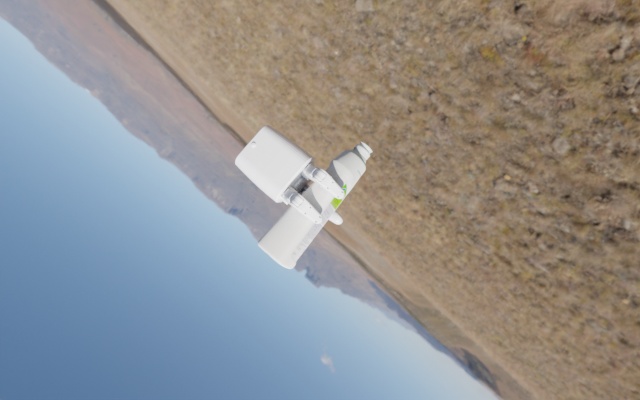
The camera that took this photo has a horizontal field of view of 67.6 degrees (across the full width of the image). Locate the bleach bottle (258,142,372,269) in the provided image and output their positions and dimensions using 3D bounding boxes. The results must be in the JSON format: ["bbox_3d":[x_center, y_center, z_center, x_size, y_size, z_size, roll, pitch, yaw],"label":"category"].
[{"bbox_3d":[0.000,0.003,0.834,0.068,0.251,0.102,40,-5,13],"label":"bleach bottle"}]
